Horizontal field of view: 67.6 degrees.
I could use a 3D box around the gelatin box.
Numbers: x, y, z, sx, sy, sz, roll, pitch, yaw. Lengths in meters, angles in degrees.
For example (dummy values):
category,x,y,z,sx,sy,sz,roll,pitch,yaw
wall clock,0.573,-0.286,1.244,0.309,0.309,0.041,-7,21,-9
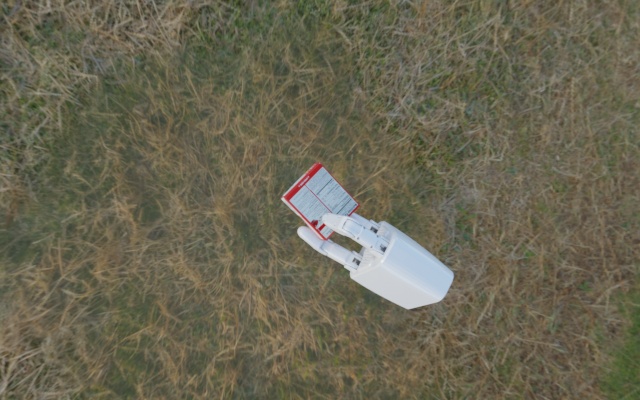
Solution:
category,x,y,z,sx,sy,sz,roll,pitch,yaw
gelatin box,0.000,0.002,0.682,0.073,0.089,0.030,-46,12,-11
